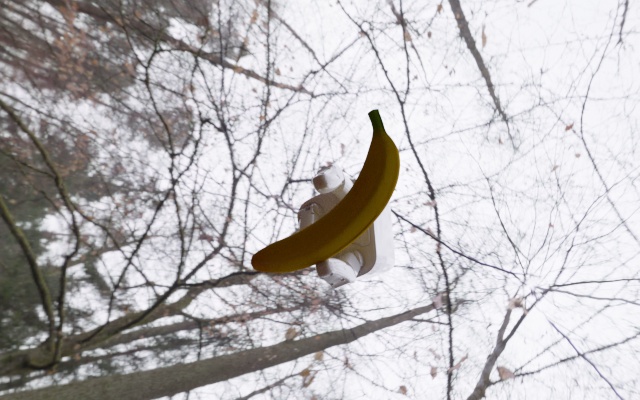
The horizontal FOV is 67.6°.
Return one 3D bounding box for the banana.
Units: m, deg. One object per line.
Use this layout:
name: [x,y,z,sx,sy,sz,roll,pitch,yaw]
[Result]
banana: [0.015,0.011,0.457,0.069,0.198,0.037,44,10,22]
